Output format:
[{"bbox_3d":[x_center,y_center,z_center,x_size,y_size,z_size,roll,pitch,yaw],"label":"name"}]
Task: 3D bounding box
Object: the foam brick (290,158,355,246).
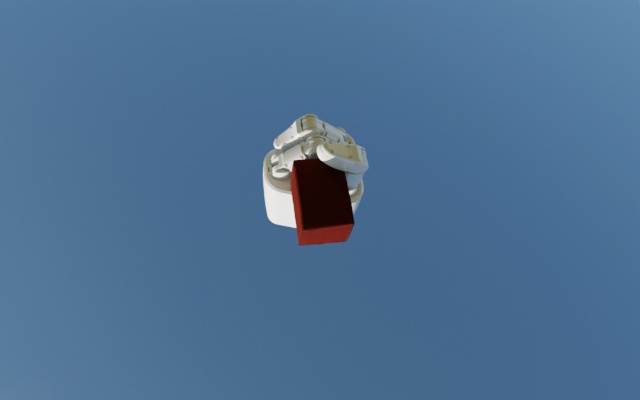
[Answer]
[{"bbox_3d":[0.000,0.002,0.491,0.053,0.078,0.051,-4,-25,-9],"label":"foam brick"}]
